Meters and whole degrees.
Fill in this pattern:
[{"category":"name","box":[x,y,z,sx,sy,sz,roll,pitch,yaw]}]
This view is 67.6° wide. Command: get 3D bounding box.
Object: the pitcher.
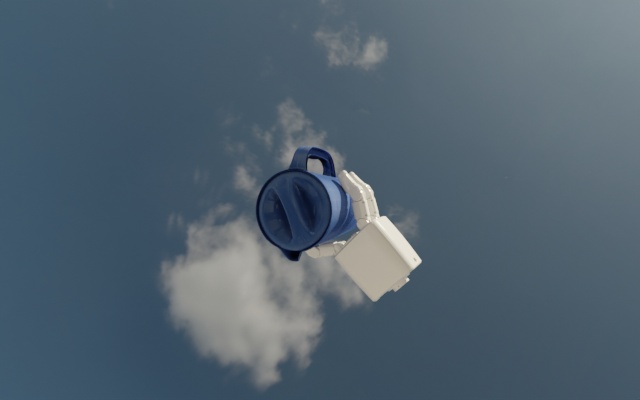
[{"category":"pitcher","box":[0.000,0.003,0.857,0.149,0.145,0.243,-43,-13,18]}]
